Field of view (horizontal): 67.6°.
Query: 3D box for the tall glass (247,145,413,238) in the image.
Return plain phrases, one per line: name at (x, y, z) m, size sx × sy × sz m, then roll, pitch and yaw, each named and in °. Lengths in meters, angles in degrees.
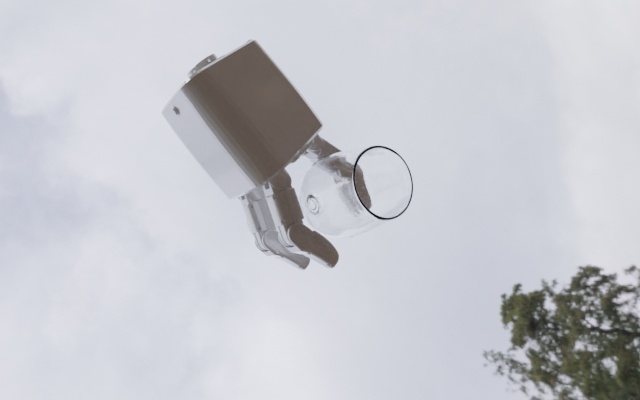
tall glass at (0.000, 0.002, 0.468) m, size 0.079 × 0.079 × 0.201 m, roll 0°, pitch -9°, yaw -32°
